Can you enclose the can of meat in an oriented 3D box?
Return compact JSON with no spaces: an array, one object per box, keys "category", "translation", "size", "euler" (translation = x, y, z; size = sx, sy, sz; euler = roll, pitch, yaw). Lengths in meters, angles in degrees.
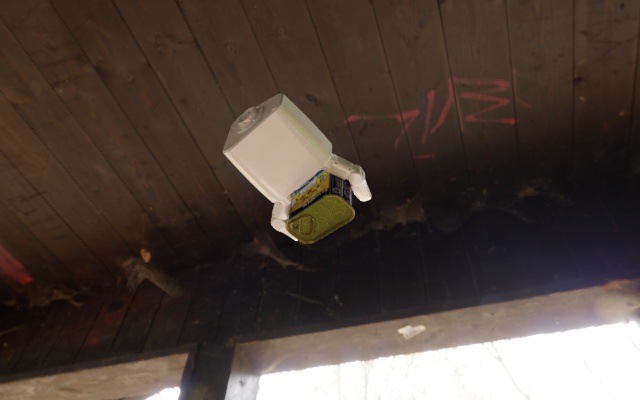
[{"category":"can of meat","translation":[0.000,0.002,0.709],"size":[0.102,0.083,0.057],"euler":[-33,-59,27]}]
